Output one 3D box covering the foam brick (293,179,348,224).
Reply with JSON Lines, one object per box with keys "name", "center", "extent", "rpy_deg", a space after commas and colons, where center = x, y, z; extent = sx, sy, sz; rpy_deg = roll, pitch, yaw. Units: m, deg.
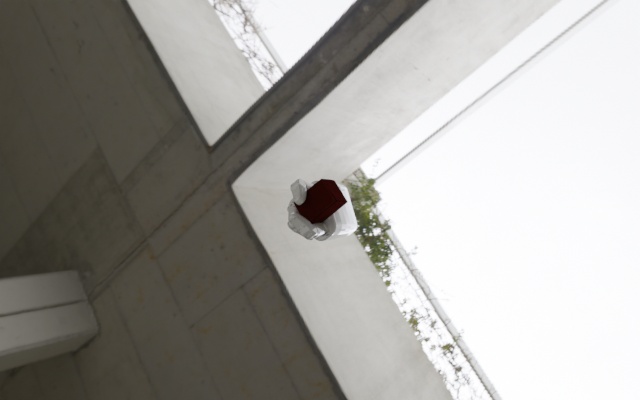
{"name": "foam brick", "center": [0.000, 0.003, 0.888], "extent": [0.078, 0.053, 0.051], "rpy_deg": [-39, -19, 24]}
